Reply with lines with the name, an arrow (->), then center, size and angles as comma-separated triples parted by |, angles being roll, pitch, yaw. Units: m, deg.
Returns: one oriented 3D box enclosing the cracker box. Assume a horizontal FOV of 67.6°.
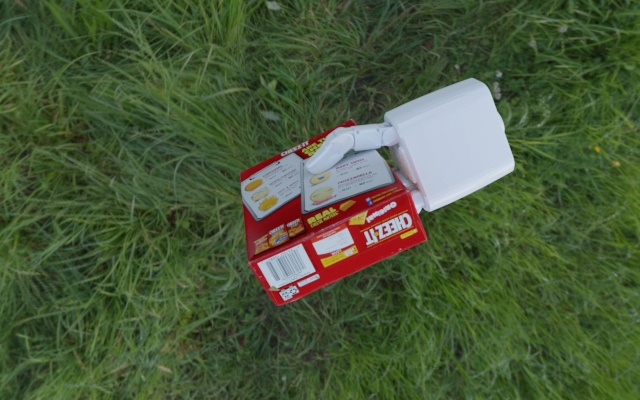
cracker box -> 0.000, 0.002, 0.537 | 0.164, 0.072, 0.213 | -25, 29, 1
